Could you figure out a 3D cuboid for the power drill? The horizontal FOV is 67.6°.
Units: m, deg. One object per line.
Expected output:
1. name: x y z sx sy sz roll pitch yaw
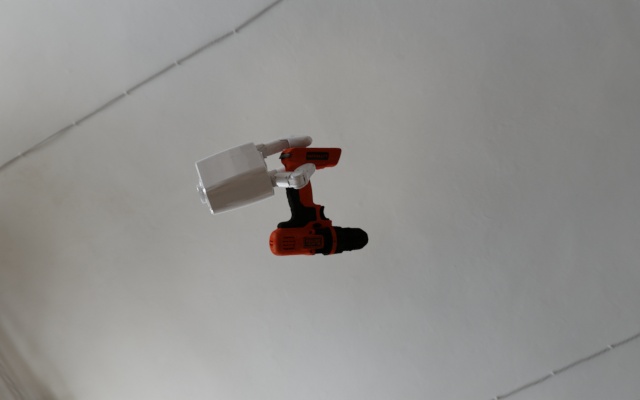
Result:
1. power drill: 0.000 0.002 0.831 0.184 0.187 0.057 -1 -1 -26
